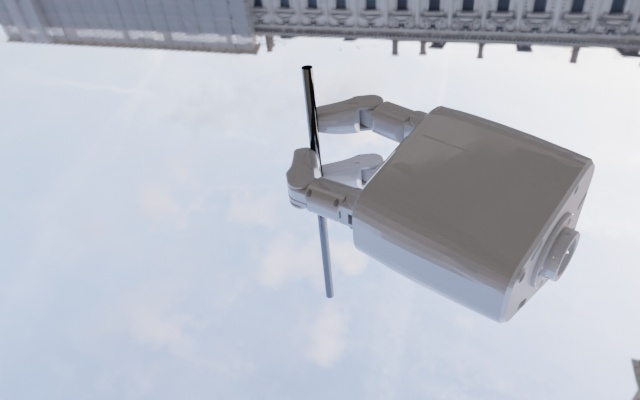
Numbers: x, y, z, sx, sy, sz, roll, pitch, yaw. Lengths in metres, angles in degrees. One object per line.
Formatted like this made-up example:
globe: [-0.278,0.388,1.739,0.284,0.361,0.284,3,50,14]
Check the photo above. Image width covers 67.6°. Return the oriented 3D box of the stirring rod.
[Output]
stirring rod: [0.000,0.001,0.407,0.011,0.240,0.011,-4,38,3]
